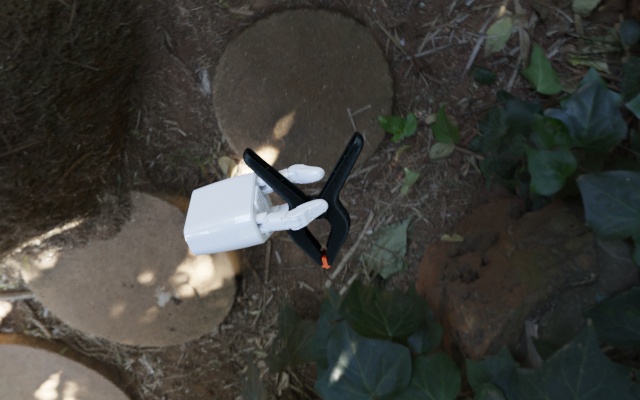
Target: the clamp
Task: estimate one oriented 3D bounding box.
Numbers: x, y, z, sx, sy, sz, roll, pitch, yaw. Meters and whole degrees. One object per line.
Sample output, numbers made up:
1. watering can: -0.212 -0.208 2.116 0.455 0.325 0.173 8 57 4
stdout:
1. clamp: 0.000 0.003 0.680 0.164 0.210 0.036 -13 27 11
